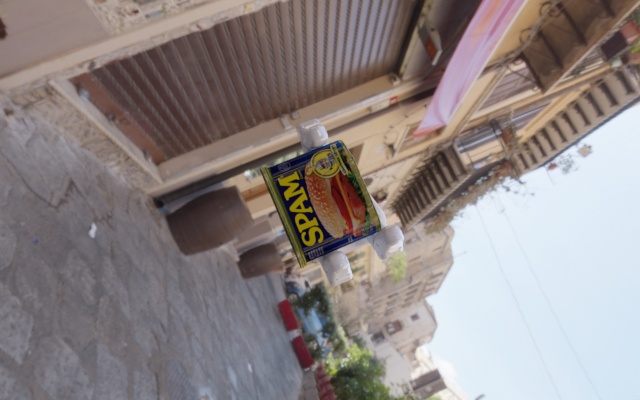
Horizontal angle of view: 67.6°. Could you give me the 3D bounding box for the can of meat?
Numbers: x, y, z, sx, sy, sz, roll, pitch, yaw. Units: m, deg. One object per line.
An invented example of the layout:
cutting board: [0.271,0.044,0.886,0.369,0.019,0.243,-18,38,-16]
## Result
can of meat: [0.000,0.001,0.458,0.084,0.102,0.057,-22,-3,-7]
